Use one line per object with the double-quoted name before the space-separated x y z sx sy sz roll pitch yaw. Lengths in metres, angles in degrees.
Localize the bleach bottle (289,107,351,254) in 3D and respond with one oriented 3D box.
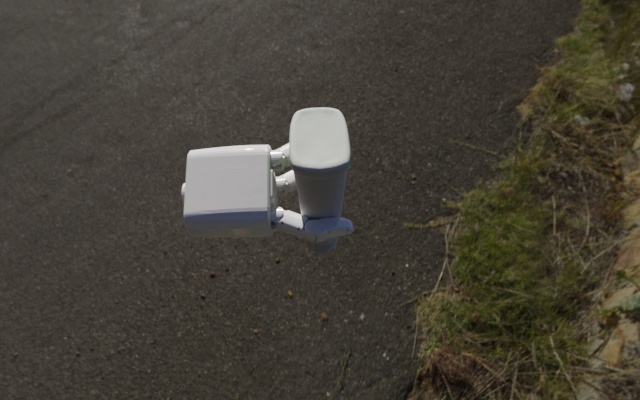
"bleach bottle" 0.000 0.002 0.628 0.068 0.102 0.251 -2 -37 -1
